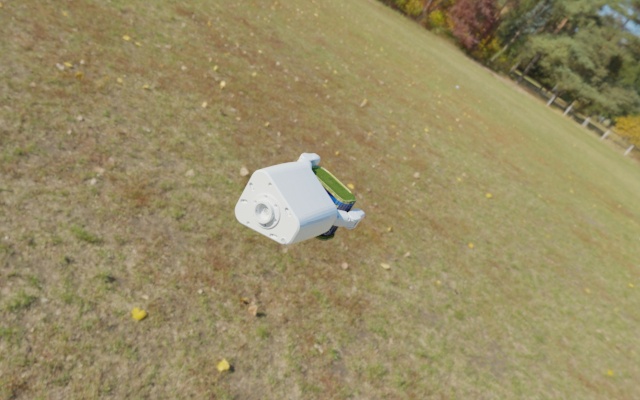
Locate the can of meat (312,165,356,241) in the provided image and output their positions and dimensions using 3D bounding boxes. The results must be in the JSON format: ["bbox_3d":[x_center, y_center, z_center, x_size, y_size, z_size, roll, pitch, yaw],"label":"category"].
[{"bbox_3d":[0.000,0.002,0.806,0.102,0.084,0.057,43,27,21],"label":"can of meat"}]
